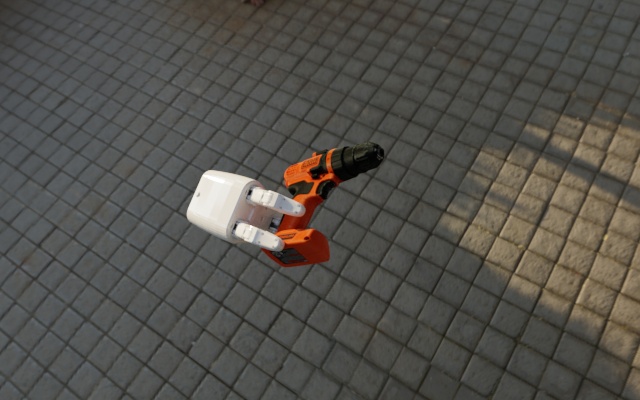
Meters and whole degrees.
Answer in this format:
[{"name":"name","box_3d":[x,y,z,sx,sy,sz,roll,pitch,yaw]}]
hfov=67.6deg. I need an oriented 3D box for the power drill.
[{"name":"power drill","box_3d":[0.000,0.003,0.698,0.184,0.187,0.057,-16,-49,41]}]
